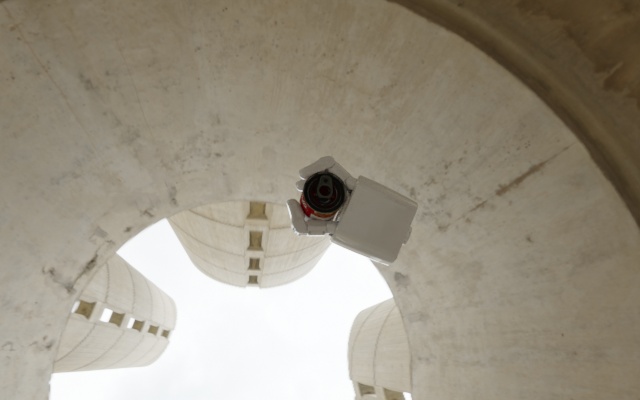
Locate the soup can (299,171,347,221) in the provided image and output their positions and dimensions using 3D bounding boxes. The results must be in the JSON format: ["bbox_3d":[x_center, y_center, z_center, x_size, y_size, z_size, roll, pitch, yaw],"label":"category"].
[{"bbox_3d":[0.000,0.003,0.773,0.068,0.068,0.102,0,-18,-8],"label":"soup can"}]
